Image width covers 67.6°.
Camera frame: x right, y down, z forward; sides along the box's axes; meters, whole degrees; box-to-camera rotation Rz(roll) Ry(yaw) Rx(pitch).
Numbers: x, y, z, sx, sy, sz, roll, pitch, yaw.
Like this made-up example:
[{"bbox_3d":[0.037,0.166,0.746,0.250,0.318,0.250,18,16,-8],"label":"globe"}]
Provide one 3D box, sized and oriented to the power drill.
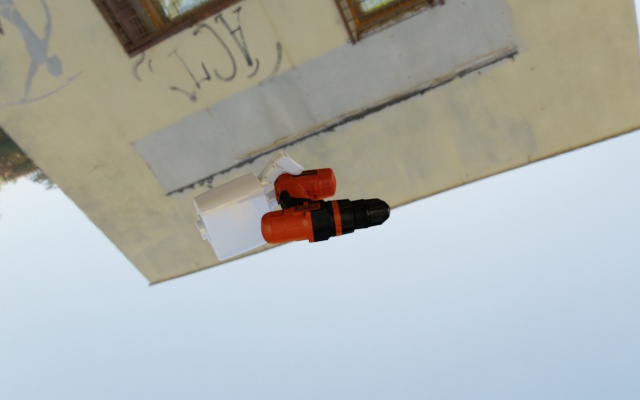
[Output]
[{"bbox_3d":[0.000,0.002,0.736,0.184,0.057,0.187,-7,20,-4],"label":"power drill"}]
